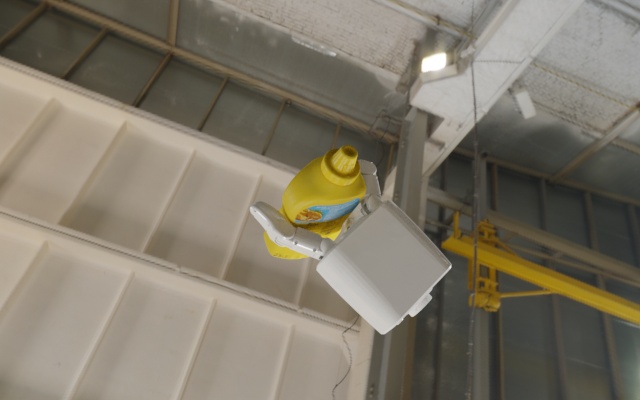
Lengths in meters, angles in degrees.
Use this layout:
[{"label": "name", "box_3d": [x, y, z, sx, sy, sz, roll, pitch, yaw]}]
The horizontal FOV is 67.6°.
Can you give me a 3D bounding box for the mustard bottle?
[{"label": "mustard bottle", "box_3d": [0.000, 0.002, 0.555, 0.096, 0.058, 0.192, -9, -28, -26]}]
